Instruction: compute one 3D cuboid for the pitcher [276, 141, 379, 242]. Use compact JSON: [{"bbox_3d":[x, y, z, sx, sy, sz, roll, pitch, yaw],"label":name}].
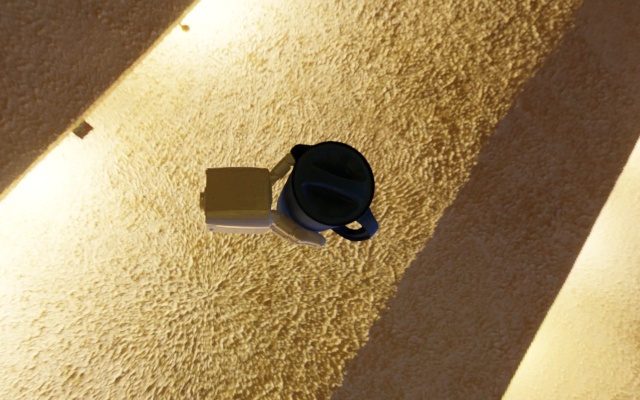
[{"bbox_3d":[0.000,0.003,0.830,0.145,0.149,0.243,0,-11,-14],"label":"pitcher"}]
